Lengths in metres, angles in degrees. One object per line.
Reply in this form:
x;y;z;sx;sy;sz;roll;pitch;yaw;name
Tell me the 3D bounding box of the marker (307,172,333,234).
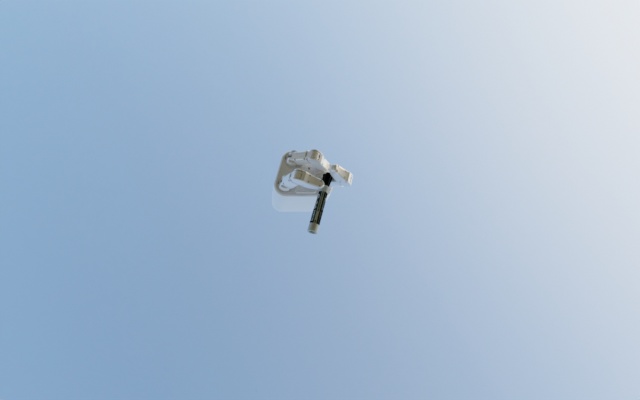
0.000;0.003;0.867;0.020;0.121;0.020;13;-23;6;marker
